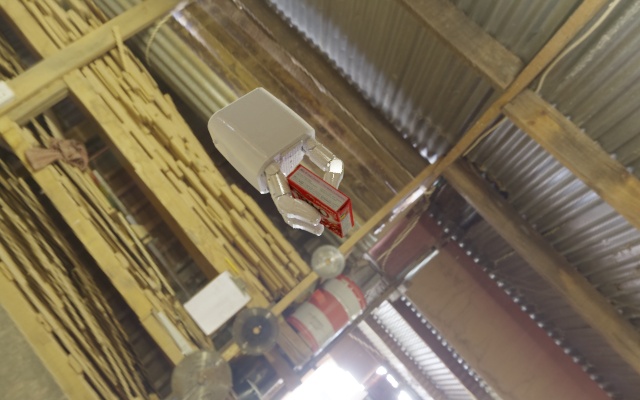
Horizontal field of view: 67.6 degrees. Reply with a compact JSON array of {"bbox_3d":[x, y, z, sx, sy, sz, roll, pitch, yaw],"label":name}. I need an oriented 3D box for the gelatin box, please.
[{"bbox_3d":[0.001,0.002,0.627,0.089,0.030,0.073,35,-20,24],"label":"gelatin box"}]
